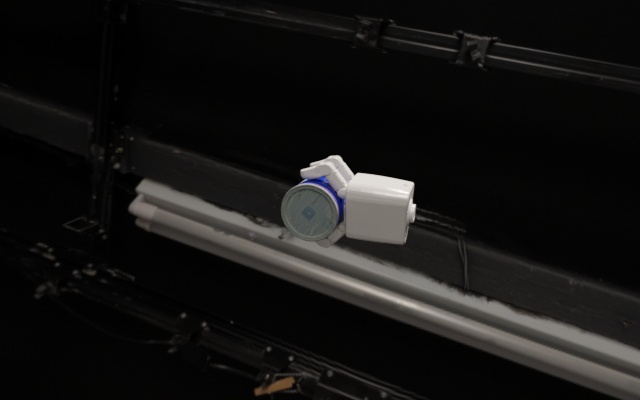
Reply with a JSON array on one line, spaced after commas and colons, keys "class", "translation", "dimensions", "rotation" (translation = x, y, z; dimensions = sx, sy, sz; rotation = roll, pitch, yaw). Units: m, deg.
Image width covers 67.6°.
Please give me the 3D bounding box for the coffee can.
[{"class": "coffee can", "translation": [0.000, 0.003, 0.875], "dimensions": [0.103, 0.103, 0.140], "rotation": [0, 16, 18]}]
